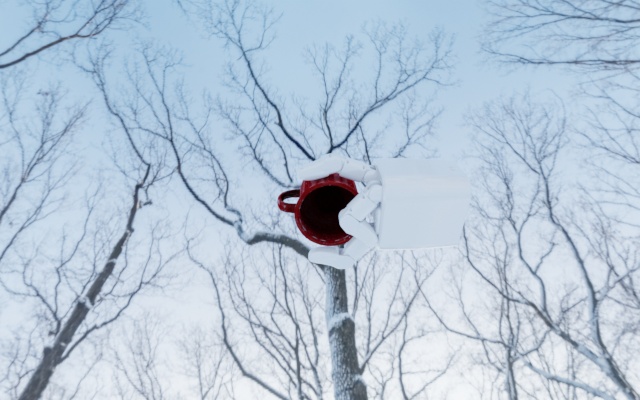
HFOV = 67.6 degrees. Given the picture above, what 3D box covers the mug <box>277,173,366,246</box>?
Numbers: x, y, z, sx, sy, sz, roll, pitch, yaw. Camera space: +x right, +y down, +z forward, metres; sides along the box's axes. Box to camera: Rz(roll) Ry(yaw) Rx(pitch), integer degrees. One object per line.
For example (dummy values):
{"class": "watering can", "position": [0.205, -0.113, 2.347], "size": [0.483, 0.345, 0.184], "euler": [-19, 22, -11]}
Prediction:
{"class": "mug", "position": [-0.001, 0.002, 0.649], "size": [0.117, 0.093, 0.081], "euler": [0, 24, -1]}
